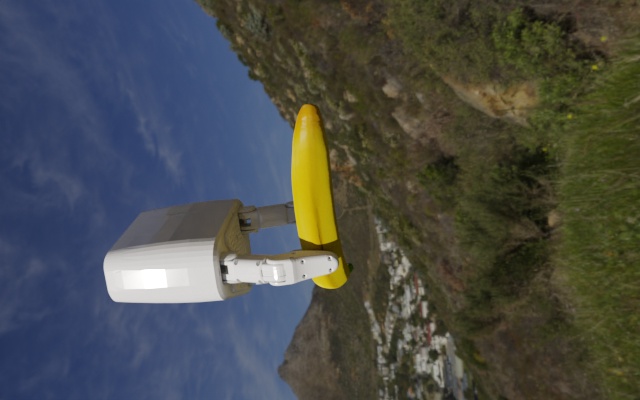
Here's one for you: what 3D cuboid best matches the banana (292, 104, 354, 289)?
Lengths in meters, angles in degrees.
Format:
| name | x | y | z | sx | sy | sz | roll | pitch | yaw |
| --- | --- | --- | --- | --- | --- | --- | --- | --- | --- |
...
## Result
| name | x | y | z | sx | sy | sz | roll | pitch | yaw |
| --- | --- | --- | --- | --- | --- | --- | --- | --- | --- |
| banana | -0.001 | 0.015 | 0.431 | 0.037 | 0.198 | 0.069 | -5 | 35 | 9 |
